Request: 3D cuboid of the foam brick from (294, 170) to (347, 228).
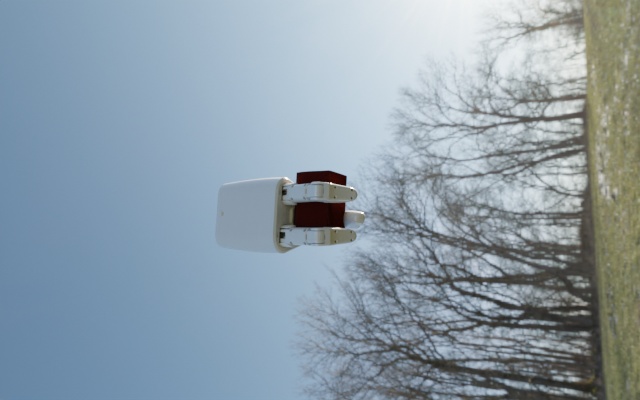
[{"bbox_3d":[0.000,0.002,0.632,0.051,0.078,0.053,-1,-8,29],"label":"foam brick"}]
